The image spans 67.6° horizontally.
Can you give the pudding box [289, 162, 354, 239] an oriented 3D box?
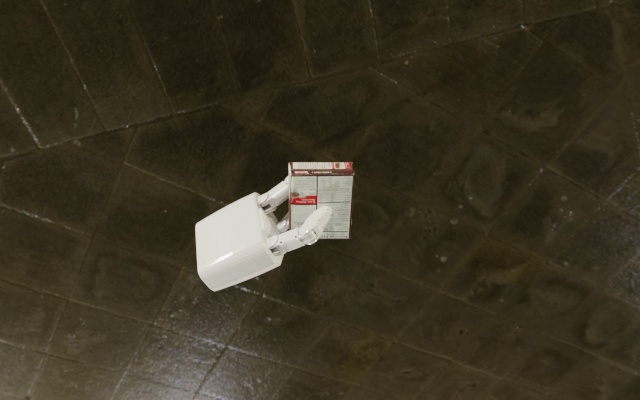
[{"bbox_3d":[0.000,0.002,0.676,0.090,0.114,0.039,-1,33,-5],"label":"pudding box"}]
